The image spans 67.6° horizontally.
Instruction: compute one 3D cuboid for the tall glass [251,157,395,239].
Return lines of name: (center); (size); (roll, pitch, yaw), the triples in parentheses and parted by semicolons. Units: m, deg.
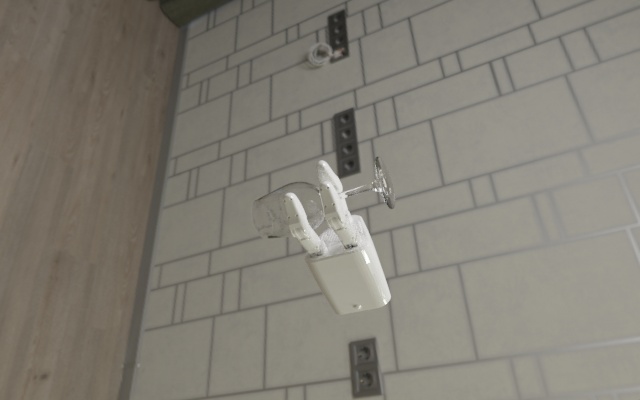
tall glass: (0.001, 0.002, 0.684); (0.201, 0.079, 0.079); (-16, -6, 22)
